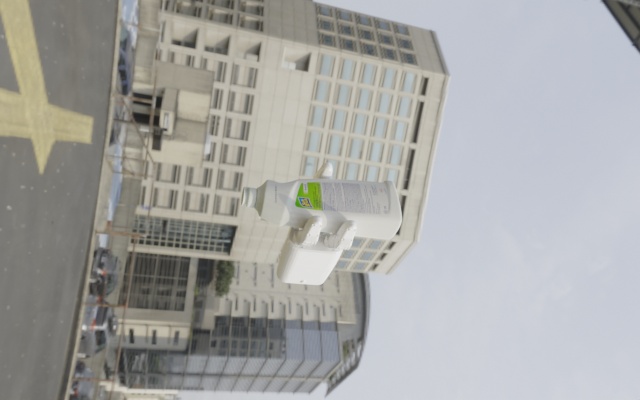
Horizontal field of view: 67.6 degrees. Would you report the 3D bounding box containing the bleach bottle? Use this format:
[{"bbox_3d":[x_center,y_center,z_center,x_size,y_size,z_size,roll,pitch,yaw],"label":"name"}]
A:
[{"bbox_3d":[0.000,0.003,0.768,0.251,0.102,0.068,7,-43,-15],"label":"bleach bottle"}]
